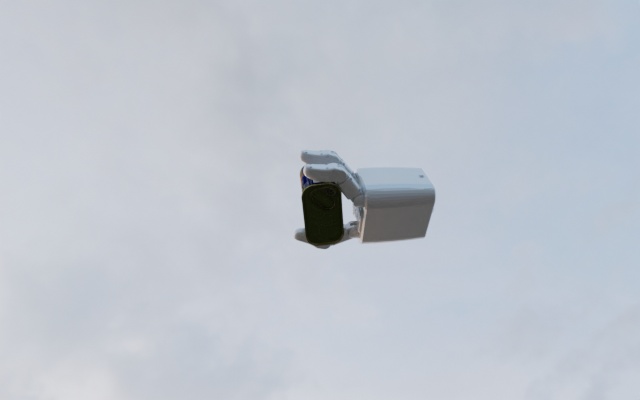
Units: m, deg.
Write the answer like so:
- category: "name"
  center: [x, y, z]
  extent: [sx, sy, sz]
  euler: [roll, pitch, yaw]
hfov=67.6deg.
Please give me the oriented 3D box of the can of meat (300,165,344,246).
- category: "can of meat"
  center: [0.000, 0.002, 0.720]
  extent: [0.057, 0.102, 0.084]
  euler: [-7, 29, -3]
